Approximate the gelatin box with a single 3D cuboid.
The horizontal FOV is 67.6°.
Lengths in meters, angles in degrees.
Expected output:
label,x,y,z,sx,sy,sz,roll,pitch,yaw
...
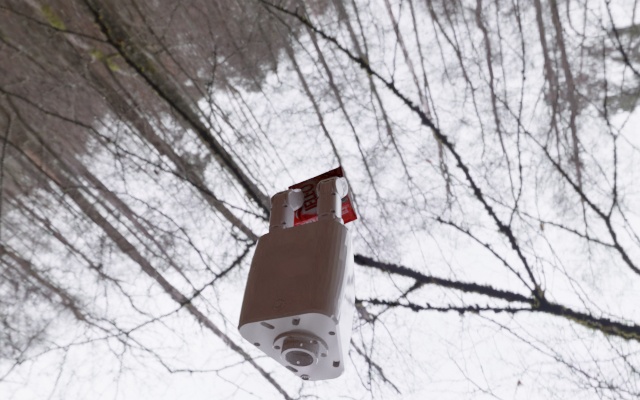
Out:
label,x,y,z,sx,sy,sz,roll,pitch,yaw
gelatin box,0.000,0.002,0.567,0.073,0.030,0.089,-21,31,8
